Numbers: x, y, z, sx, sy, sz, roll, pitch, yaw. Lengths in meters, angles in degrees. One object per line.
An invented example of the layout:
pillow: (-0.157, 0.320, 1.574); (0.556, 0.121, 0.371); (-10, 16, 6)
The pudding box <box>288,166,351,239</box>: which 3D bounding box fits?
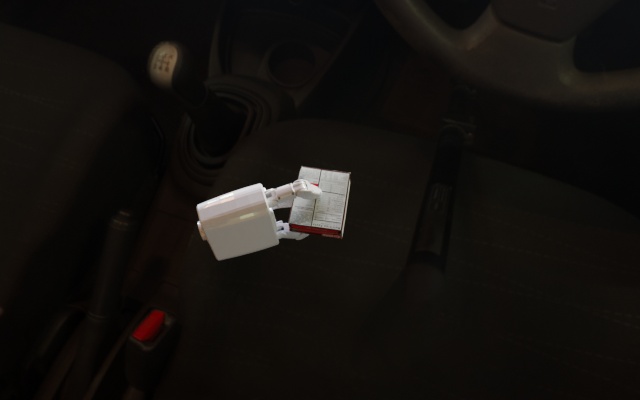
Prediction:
pudding box: (0.000, 0.003, 0.799); (0.090, 0.113, 0.039); (9, -23, 4)
